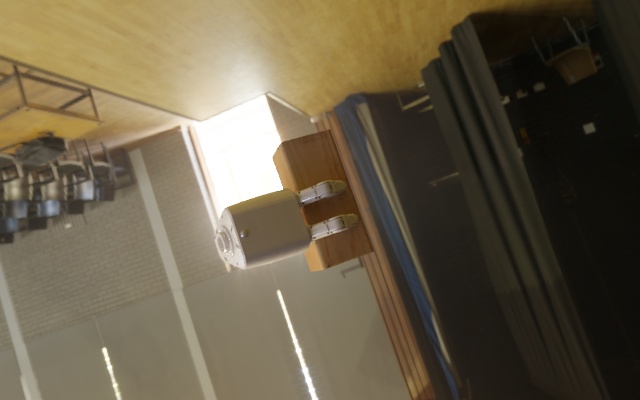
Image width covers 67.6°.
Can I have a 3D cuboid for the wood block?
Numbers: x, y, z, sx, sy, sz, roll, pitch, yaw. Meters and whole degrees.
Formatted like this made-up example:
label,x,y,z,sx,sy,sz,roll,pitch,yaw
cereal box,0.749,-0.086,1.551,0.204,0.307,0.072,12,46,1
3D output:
label,x,y,z,sx,sy,sz,roll,pitch,yaw
wood block,0.000,0.003,0.779,0.090,0.206,0.091,-18,-5,-17
